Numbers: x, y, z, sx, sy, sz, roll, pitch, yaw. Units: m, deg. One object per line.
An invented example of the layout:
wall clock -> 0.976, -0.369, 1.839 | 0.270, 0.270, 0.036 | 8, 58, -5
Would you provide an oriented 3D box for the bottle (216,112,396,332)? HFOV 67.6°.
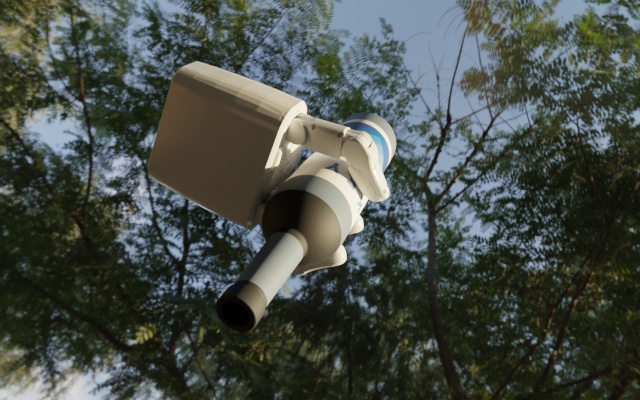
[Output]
bottle -> 0.000, 0.001, 0.402 | 0.069, 0.069, 0.295 | 0, 27, 22
